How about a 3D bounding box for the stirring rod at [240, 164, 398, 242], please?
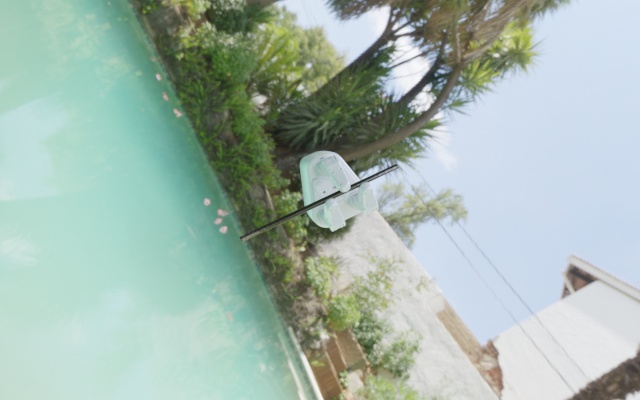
[{"bbox_3d":[0.000,0.002,0.661,0.239,0.011,0.011,-25,3,-7],"label":"stirring rod"}]
